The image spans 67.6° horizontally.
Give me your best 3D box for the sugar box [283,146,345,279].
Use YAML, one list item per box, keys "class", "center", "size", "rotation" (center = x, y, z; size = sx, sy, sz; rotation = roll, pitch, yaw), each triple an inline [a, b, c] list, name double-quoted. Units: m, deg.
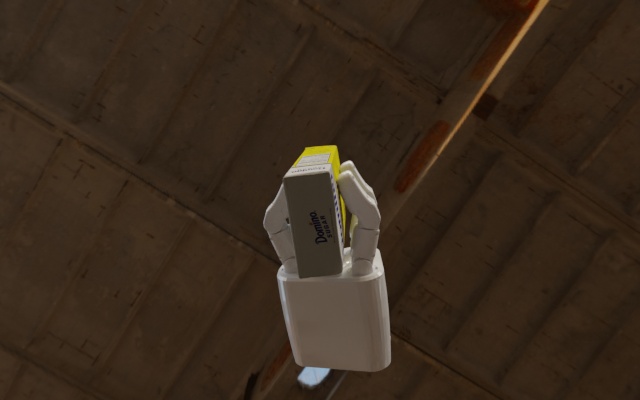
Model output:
- class: "sugar box"
  center: [0.001, 0.002, 0.479]
  size: [0.048, 0.093, 0.176]
  rotation: [-7, 14, 3]
